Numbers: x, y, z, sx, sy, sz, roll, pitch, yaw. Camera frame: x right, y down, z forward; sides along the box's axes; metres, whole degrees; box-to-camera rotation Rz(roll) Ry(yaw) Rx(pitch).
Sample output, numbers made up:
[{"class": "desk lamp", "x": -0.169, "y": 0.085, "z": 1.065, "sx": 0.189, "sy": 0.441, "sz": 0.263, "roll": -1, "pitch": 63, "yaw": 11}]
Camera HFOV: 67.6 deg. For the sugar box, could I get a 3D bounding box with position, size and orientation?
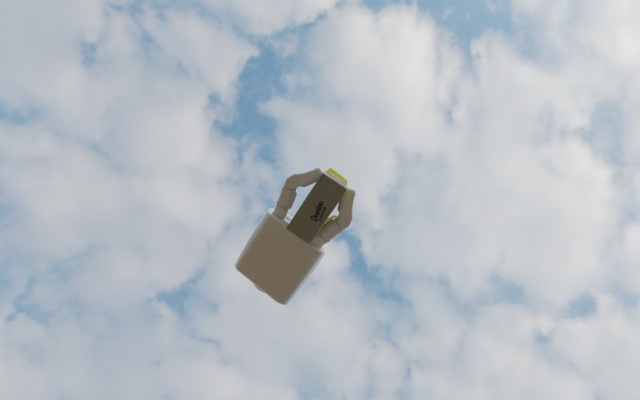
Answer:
[{"class": "sugar box", "x": 0.000, "y": 0.003, "z": 0.717, "sx": 0.048, "sy": 0.093, "sz": 0.176, "roll": 33, "pitch": 8, "yaw": -3}]
